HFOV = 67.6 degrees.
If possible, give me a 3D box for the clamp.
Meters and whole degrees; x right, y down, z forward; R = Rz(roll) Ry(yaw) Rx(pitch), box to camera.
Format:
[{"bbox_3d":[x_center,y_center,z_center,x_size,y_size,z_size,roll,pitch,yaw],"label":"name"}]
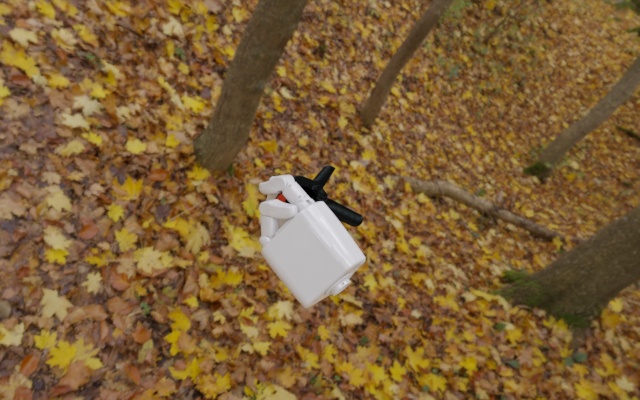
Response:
[{"bbox_3d":[0.000,0.002,0.767,0.171,0.120,0.039,-19,-25,-52],"label":"clamp"}]
